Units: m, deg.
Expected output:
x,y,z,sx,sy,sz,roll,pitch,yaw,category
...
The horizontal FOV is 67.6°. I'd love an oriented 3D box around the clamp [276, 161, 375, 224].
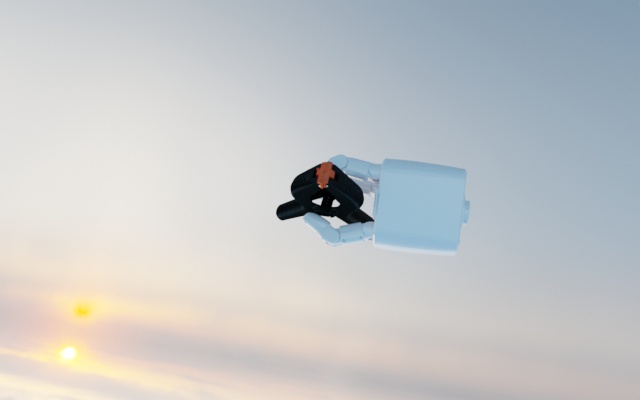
x,y,z,sx,sy,sz,roll,pitch,yaw,category
0.000,0.003,0.641,0.164,0.036,0.210,8,-19,13,clamp
